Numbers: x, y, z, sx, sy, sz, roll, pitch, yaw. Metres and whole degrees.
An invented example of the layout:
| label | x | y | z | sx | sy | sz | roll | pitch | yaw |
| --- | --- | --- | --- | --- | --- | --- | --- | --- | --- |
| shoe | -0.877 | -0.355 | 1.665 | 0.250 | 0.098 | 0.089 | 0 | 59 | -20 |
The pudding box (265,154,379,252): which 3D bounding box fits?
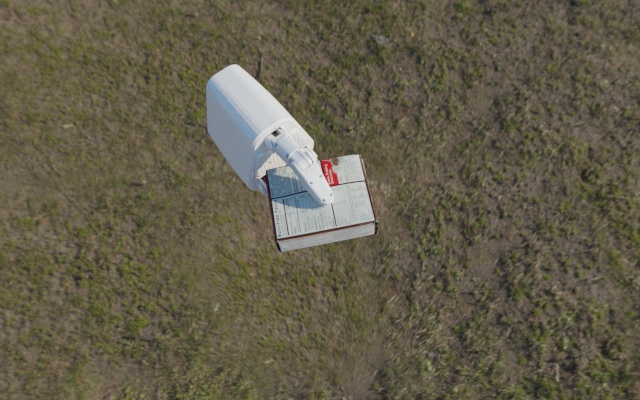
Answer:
| label | x | y | z | sx | sy | sz | roll | pitch | yaw |
| --- | --- | --- | --- | --- | --- | --- | --- | --- | --- |
| pudding box | 0.000 | 0.002 | 0.529 | 0.113 | 0.090 | 0.039 | -11 | -25 | 0 |
